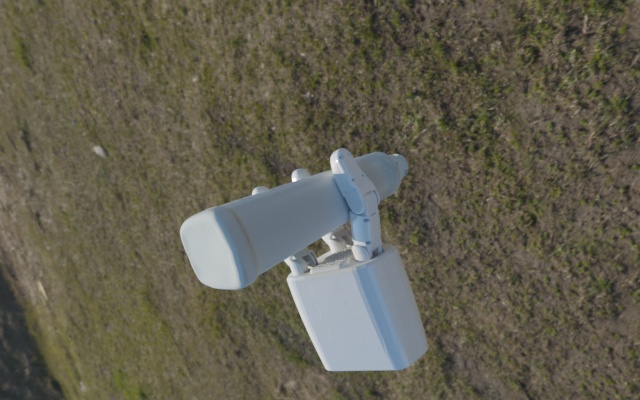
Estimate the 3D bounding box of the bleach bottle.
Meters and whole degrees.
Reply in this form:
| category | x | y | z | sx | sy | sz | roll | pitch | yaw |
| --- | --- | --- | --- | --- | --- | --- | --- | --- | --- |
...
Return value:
| category | x | y | z | sx | sy | sz | roll | pitch | yaw |
| --- | --- | --- | --- | --- | --- | --- | --- | --- | --- |
| bleach bottle | 0.000 | 0.001 | 0.459 | 0.251 | 0.068 | 0.102 | -24 | 6 | -35 |
